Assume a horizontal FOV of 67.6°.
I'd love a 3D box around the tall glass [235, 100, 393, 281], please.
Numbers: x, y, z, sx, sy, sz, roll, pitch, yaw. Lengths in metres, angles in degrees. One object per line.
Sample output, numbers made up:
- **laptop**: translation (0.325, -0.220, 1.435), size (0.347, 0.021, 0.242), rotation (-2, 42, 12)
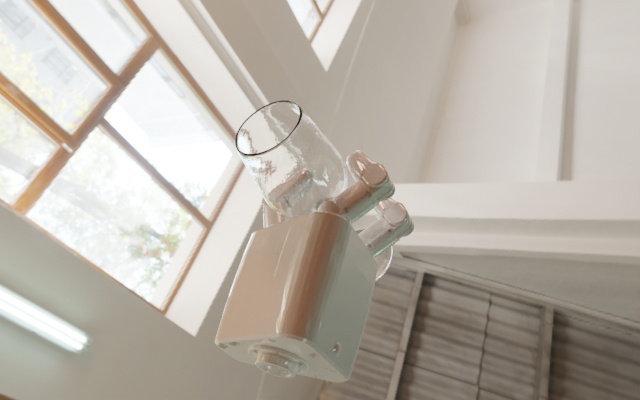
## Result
- **tall glass**: translation (0.000, 0.002, 0.447), size (0.079, 0.079, 0.201), rotation (0, -38, 33)
